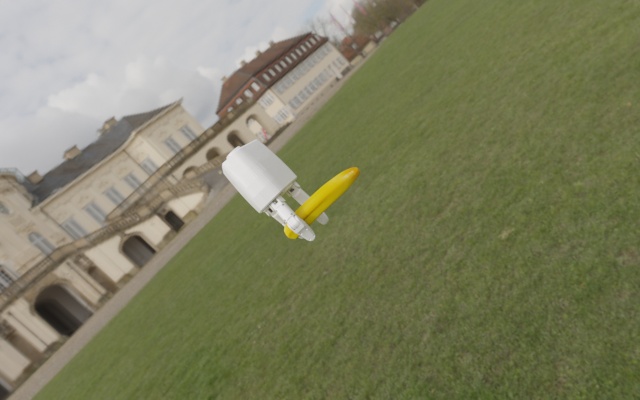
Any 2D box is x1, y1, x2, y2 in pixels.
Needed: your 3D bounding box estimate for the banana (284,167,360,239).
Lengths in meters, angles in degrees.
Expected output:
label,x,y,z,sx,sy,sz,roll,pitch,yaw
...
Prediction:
label,x,y,z,sx,sy,sz,roll,pitch,yaw
banana,-0.008,0.010,0.858,0.198,0.037,0.069,-45,-2,27
